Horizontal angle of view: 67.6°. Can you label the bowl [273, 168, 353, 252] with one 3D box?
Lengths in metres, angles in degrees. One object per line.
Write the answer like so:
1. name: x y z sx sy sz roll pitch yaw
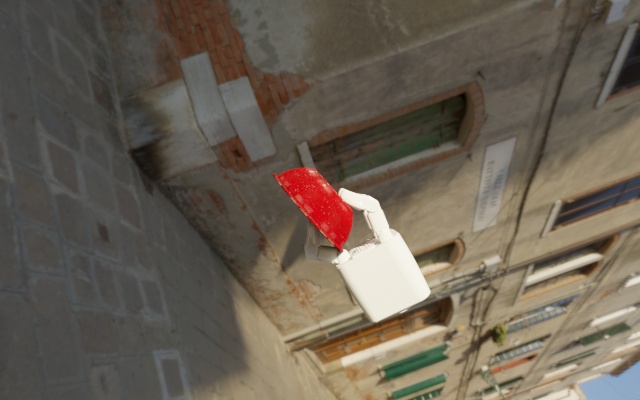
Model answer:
1. bowl: 0.000 0.001 0.734 0.055 0.162 0.162 -42 -1 1
